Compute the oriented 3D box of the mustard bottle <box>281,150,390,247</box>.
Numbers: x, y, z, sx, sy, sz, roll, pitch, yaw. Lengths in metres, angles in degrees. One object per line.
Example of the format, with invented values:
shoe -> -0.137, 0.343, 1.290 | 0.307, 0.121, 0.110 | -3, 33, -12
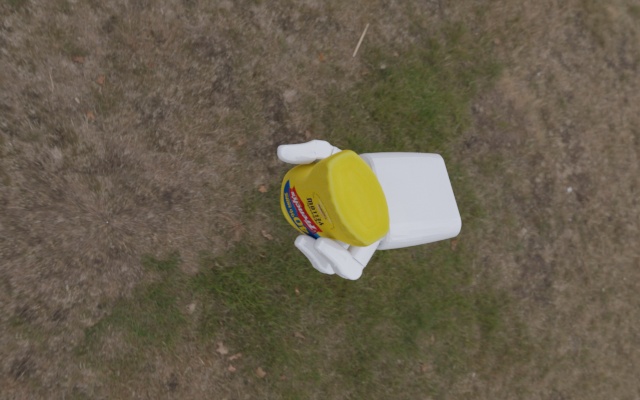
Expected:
mustard bottle -> 0.000, 0.002, 0.545 | 0.058, 0.096, 0.191 | -31, 10, -22
